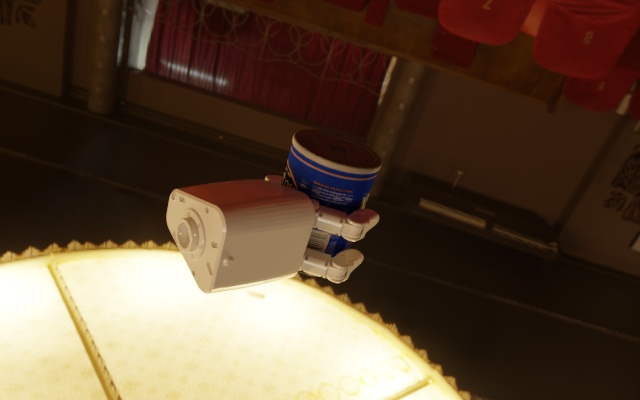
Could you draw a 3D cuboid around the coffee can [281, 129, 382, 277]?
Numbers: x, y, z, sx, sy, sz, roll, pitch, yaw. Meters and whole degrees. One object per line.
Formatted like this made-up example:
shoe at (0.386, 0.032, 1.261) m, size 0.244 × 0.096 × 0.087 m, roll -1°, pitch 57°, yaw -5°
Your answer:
coffee can at (0.000, 0.002, 0.557) m, size 0.103 × 0.140 × 0.102 m, roll 15°, pitch 25°, yaw -7°
